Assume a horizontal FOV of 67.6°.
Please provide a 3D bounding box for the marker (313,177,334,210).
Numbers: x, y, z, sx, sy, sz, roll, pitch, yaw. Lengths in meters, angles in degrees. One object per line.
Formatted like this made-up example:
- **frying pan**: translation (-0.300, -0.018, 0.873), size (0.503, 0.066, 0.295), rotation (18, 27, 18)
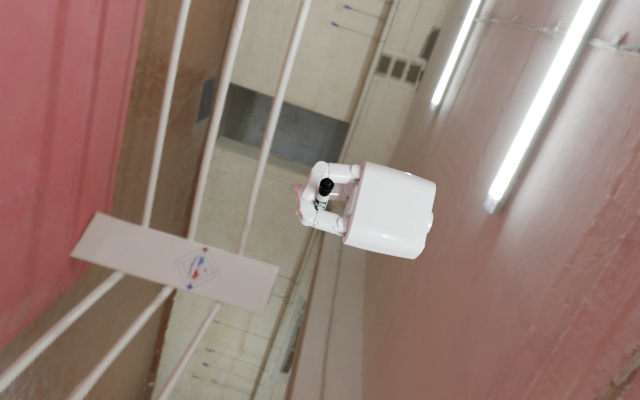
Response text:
- **marker**: translation (0.000, 0.002, 0.649), size (0.020, 0.020, 0.121), rotation (0, -25, -10)
